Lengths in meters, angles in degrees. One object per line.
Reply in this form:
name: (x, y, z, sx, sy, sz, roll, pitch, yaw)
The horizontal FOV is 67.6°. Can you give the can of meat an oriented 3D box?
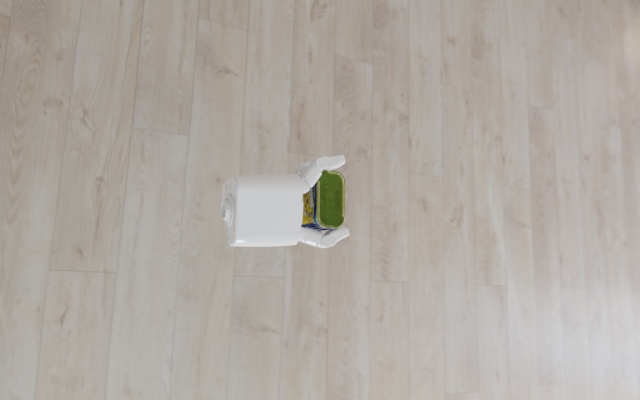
can of meat: (0.000, 0.003, 0.815, 0.057, 0.102, 0.084, 4, -9, -25)
